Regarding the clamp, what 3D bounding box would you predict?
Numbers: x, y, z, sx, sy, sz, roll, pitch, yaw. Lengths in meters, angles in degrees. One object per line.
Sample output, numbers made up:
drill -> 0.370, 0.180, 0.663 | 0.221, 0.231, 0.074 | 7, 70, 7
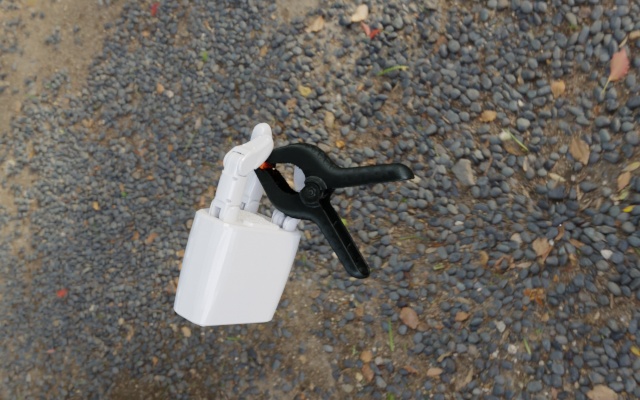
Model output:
clamp -> 0.000, 0.001, 0.483 | 0.171, 0.120, 0.039 | 20, 7, 26
